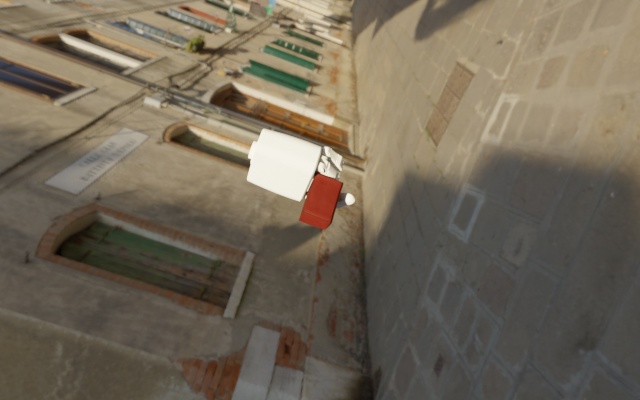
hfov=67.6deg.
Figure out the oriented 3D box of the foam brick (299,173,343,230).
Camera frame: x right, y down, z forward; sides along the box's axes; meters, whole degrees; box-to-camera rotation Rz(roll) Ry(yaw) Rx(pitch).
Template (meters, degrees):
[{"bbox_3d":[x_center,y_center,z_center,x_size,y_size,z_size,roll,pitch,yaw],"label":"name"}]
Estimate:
[{"bbox_3d":[0.000,0.003,0.823,0.051,0.078,0.053,20,-22,-6],"label":"foam brick"}]
